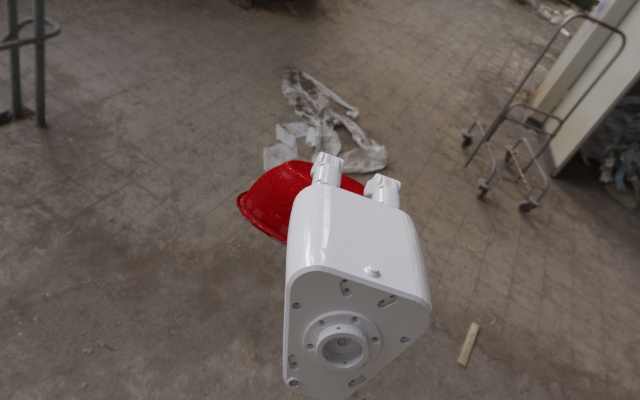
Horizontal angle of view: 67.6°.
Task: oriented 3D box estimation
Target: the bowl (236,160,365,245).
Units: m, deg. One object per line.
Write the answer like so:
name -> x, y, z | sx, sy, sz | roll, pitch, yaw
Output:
bowl -> 0.000, 0.001, 0.486 | 0.162, 0.055, 0.162 | 20, 15, -5
